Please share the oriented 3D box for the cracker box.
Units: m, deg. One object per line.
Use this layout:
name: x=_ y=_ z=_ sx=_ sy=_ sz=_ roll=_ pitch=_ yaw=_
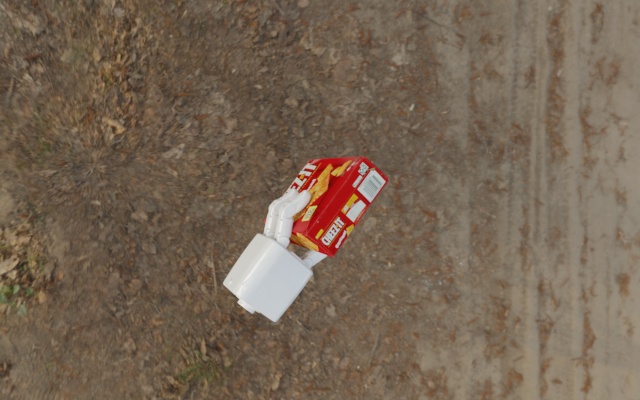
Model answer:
cracker box: x=0.000 y=0.003 z=0.849 sx=0.072 sy=0.164 sz=0.213 roll=42 pitch=-14 yaw=-22
